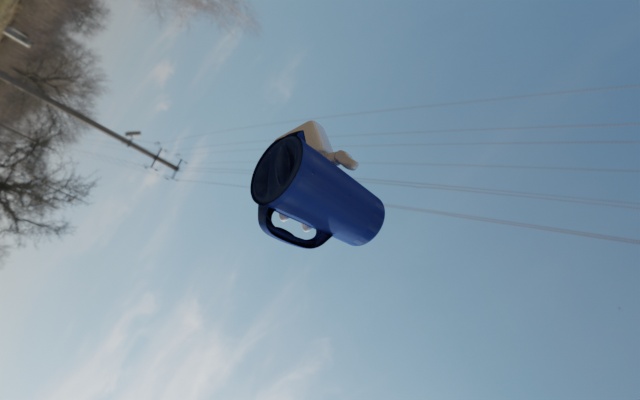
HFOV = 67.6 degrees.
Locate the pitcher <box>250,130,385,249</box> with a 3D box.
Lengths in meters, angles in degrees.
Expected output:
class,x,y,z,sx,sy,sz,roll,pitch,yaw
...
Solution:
class,x,y,z,sx,sy,sz,roll,pitch,yaw
pitcher,0.000,0.003,0.862,0.243,0.145,0.149,31,-63,-36
